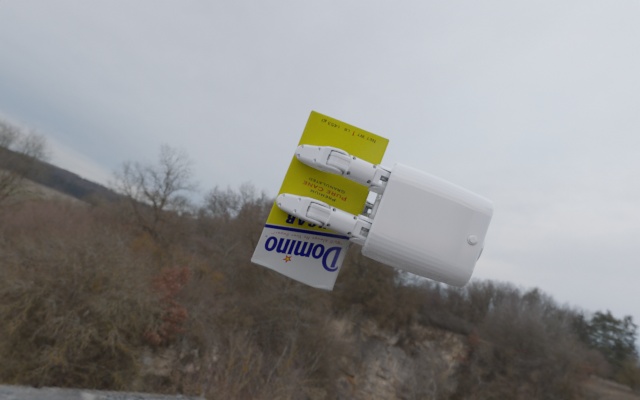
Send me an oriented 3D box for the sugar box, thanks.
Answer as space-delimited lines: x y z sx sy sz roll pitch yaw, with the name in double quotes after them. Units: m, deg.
0.000 0.002 0.520 0.093 0.176 0.048 21 -7 2 "sugar box"
